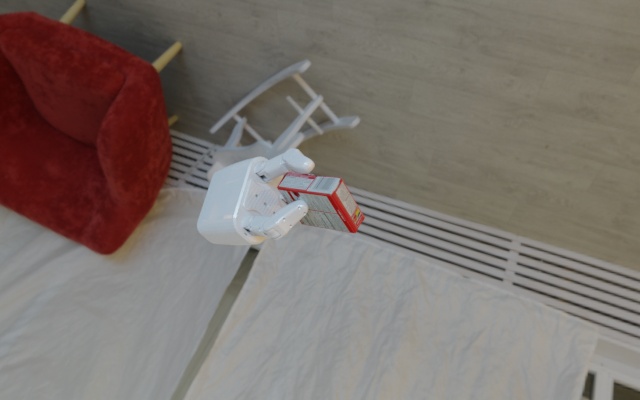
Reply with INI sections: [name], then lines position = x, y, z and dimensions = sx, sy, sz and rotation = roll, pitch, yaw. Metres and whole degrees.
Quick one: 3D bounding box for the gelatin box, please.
[gelatin box]
position = 0.000, 0.002, 0.582
dimensions = 0.089, 0.030, 0.073
rotation = 8, -35, 39
